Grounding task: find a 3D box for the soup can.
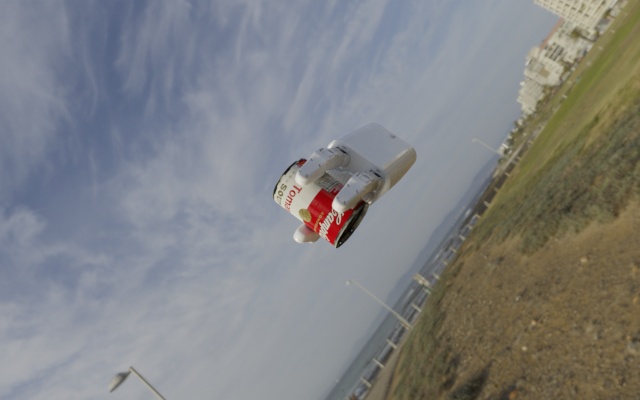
[{"bbox_3d":[0.000,0.002,0.593,0.102,0.068,0.068,36,10,14],"label":"soup can"}]
